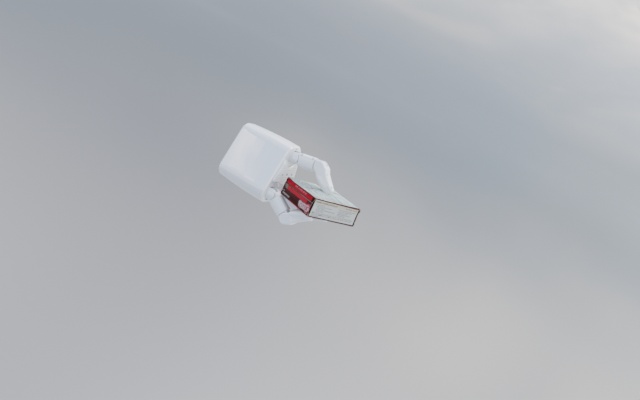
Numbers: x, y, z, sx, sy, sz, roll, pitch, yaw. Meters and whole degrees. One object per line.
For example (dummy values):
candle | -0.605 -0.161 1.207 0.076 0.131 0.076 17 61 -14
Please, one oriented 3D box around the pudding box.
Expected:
pudding box | 0.000 0.003 0.826 0.113 0.039 0.090 12 19 -41
